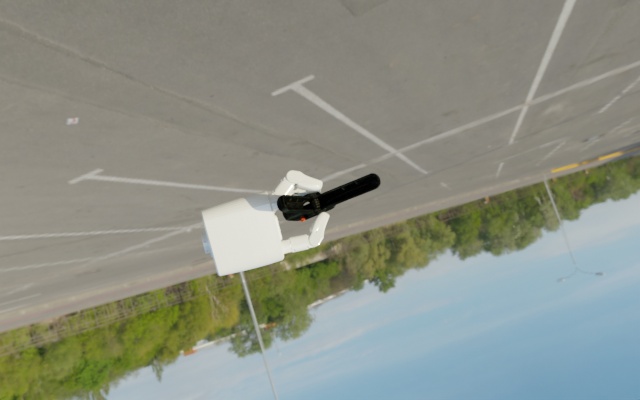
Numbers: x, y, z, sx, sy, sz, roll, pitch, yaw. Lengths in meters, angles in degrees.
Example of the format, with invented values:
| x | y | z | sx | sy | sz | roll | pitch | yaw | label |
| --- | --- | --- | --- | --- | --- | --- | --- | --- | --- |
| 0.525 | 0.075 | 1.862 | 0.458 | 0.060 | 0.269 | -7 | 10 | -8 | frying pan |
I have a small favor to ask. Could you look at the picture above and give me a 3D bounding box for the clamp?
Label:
| x | y | z | sx | sy | sz | roll | pitch | yaw | label |
| --- | --- | --- | --- | --- | --- | --- | --- | --- | --- |
| 0.000 | 0.004 | 0.787 | 0.164 | 0.036 | 0.210 | -14 | -7 | -12 | clamp |
